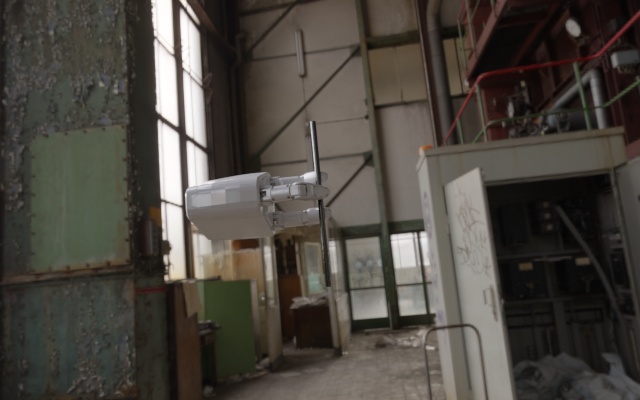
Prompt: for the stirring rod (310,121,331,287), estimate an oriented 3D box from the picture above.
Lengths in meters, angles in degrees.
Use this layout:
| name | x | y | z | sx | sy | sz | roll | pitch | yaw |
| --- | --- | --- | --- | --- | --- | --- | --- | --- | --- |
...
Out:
| name | x | y | z | sx | sy | sz | roll | pitch | yaw |
| --- | --- | --- | --- | --- | --- | --- | --- | --- | --- |
| stirring rod | 0.000 | 0.002 | 0.683 | 0.011 | 0.239 | 0.011 | -5 | -9 | -1 |
